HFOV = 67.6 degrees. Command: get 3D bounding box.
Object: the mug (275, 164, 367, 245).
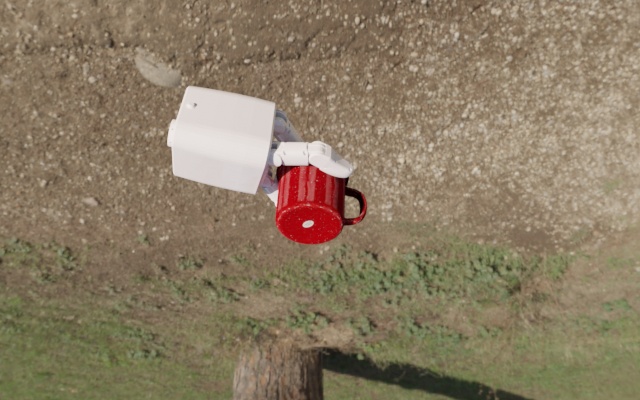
[{"bbox_3d":[0.001,0.002,0.584,0.117,0.081,0.093,12,-41,-11],"label":"mug"}]
